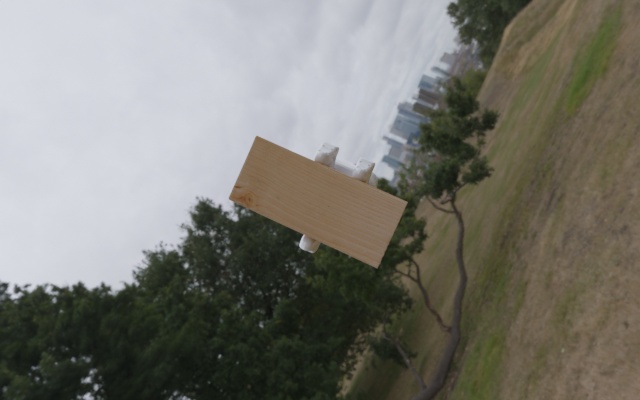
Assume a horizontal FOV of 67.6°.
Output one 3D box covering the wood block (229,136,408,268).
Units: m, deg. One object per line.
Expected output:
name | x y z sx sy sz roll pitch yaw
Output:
wood block | 0.000 0.002 0.629 0.206 0.091 0.090 24 1 8
